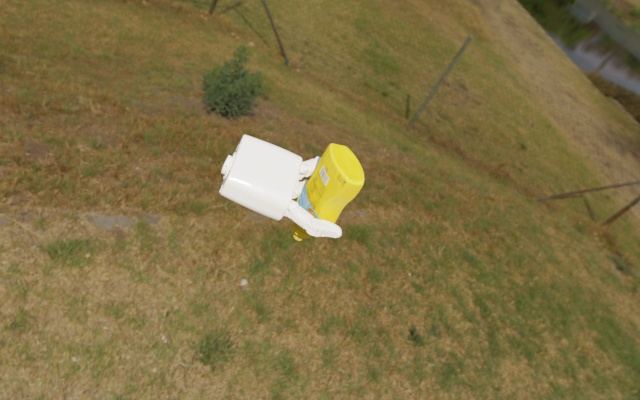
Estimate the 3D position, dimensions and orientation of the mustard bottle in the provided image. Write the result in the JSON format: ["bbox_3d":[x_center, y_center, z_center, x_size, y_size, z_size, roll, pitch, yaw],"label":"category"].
[{"bbox_3d":[0.001,0.003,0.813,0.058,0.096,0.192,6,-46,-33],"label":"mustard bottle"}]
